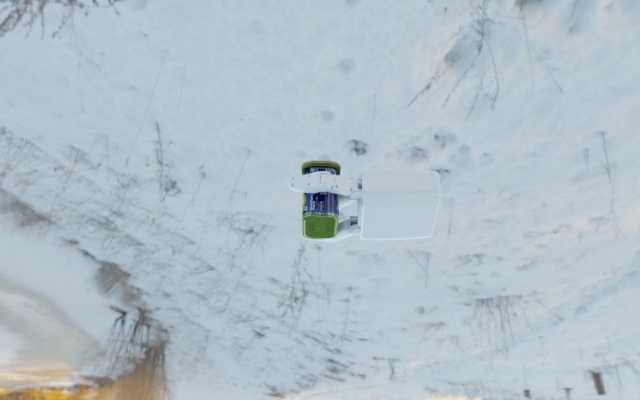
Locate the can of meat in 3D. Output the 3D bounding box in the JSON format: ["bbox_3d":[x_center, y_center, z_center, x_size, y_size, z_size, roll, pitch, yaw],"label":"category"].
[{"bbox_3d":[0.000,0.003,0.697,0.057,0.084,0.102,1,-24,0],"label":"can of meat"}]
